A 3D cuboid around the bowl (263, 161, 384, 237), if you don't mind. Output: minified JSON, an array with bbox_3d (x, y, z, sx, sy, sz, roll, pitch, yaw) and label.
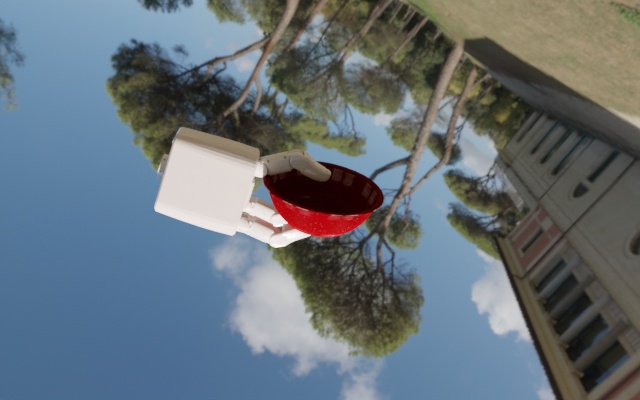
[{"bbox_3d":[0.001,0.003,0.638,0.162,0.055,0.162,9,26,-4],"label":"bowl"}]
